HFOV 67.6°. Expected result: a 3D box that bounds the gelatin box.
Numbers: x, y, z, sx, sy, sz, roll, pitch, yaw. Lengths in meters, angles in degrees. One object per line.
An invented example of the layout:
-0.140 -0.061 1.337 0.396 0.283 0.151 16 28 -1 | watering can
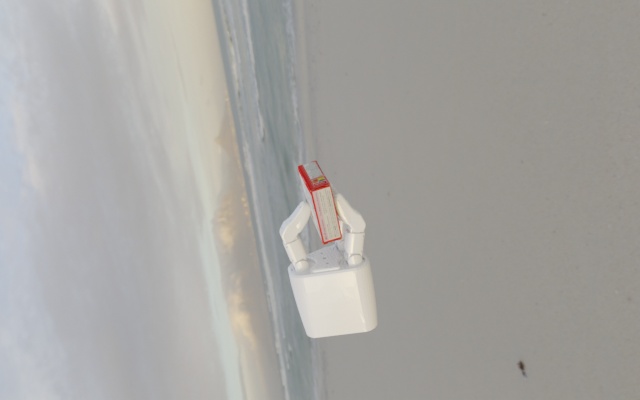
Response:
0.000 0.002 0.637 0.030 0.089 0.073 -18 33 -6 | gelatin box
